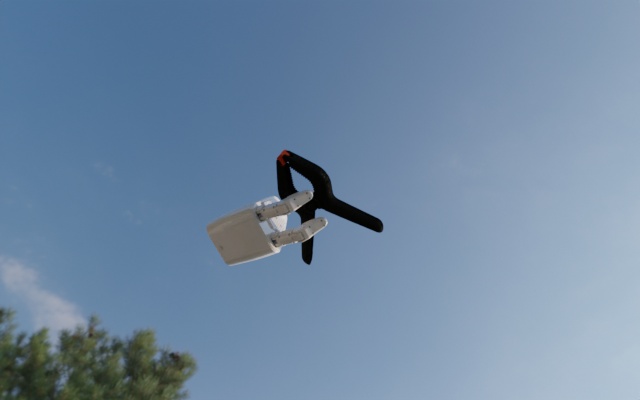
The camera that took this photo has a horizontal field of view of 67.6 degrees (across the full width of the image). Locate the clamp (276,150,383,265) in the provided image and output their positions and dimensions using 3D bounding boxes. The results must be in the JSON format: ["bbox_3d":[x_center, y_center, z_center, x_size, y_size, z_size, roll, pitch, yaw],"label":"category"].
[{"bbox_3d":[0.000,0.002,0.814,0.164,0.210,0.036,-21,19,21],"label":"clamp"}]
